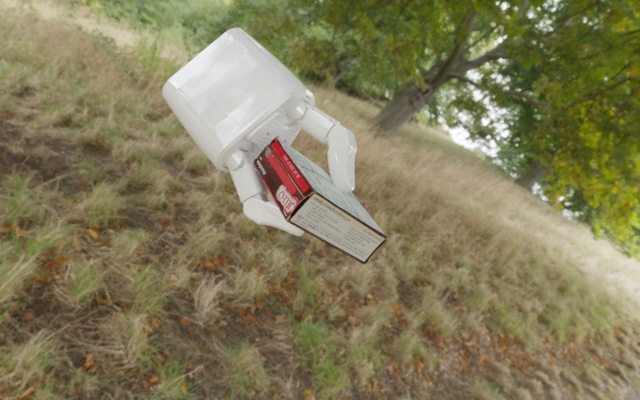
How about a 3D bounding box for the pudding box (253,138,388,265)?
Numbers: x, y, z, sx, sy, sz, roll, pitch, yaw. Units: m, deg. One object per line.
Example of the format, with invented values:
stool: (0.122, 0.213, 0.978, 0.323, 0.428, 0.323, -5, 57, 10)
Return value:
pudding box: (0.000, 0.001, 0.434, 0.113, 0.039, 0.090, 30, 18, -41)
